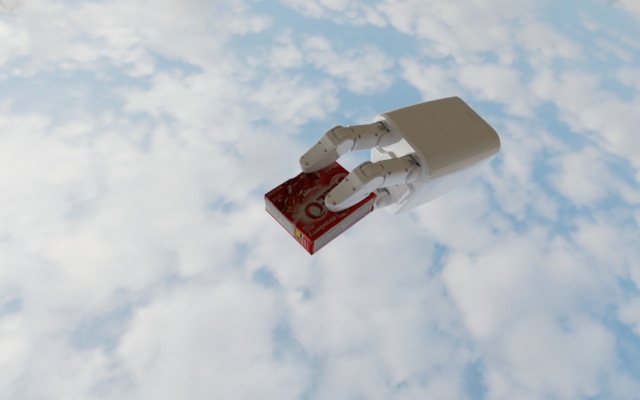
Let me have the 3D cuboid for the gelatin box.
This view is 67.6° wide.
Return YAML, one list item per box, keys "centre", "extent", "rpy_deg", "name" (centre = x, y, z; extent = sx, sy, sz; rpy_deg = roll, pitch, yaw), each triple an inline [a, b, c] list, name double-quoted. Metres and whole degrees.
- centre: [0.000, 0.002, 0.480]
  extent: [0.089, 0.073, 0.030]
  rpy_deg: [-34, -29, -25]
  name: "gelatin box"
